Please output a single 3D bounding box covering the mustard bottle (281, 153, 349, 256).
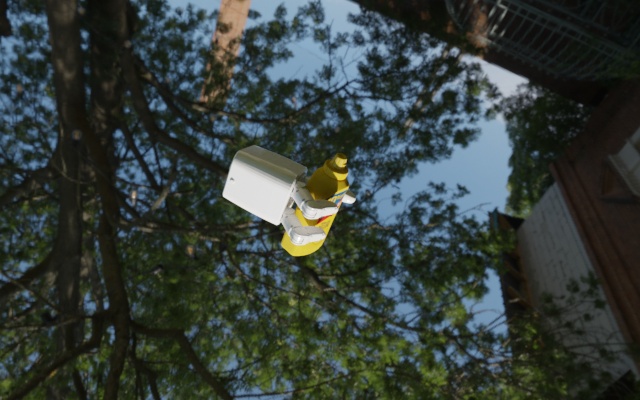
[{"bbox_3d":[0.000,0.003,0.803,0.058,0.192,0.096,40,36,23],"label":"mustard bottle"}]
